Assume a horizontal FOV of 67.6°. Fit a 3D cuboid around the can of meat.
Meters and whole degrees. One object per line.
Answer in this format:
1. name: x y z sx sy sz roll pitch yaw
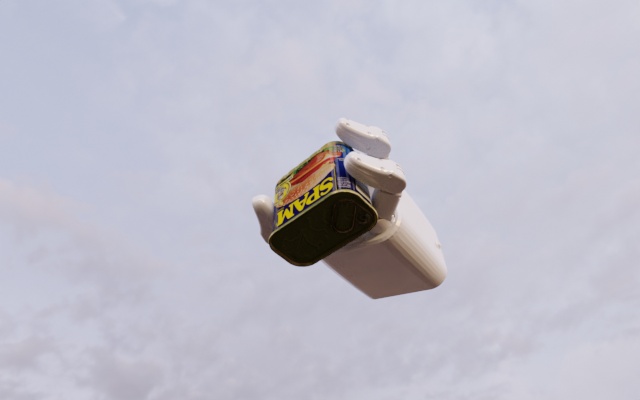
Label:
1. can of meat: 0.000 0.001 0.463 0.102 0.083 0.057 -34 -56 24
